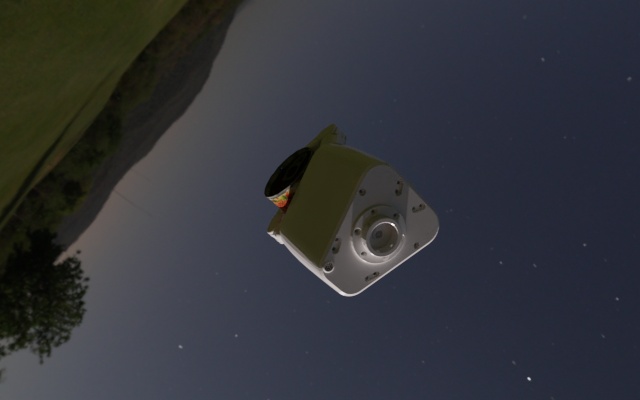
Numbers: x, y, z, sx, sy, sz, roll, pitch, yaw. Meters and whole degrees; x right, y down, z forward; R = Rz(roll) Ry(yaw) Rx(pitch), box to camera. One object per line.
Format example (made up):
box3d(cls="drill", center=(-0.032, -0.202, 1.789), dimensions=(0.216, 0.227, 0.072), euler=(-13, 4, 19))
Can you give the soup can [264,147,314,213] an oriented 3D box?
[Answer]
box3d(cls="soup can", center=(0.000, 0.002, 0.510), dimensions=(0.102, 0.068, 0.068), euler=(43, -20, -24))
